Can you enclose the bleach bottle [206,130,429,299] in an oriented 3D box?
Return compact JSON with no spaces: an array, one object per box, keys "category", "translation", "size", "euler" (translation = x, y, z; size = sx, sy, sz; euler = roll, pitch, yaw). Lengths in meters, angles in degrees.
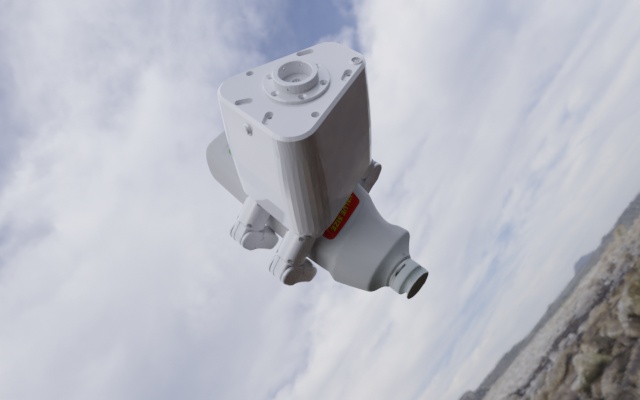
[{"category":"bleach bottle","translation":[0.000,0.002,0.463],"size":[0.102,0.068,0.250],"euler":[-39,57,-24]}]
